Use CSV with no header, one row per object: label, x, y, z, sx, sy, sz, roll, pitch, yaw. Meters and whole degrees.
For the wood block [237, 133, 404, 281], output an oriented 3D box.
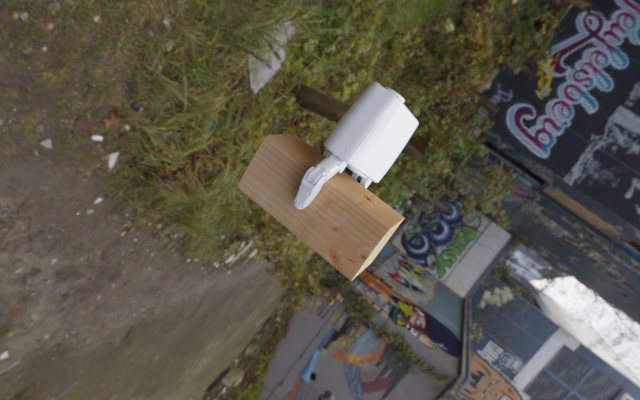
wood block,0.000,0.002,0.665,0.206,0.090,0.091,38,21,13
